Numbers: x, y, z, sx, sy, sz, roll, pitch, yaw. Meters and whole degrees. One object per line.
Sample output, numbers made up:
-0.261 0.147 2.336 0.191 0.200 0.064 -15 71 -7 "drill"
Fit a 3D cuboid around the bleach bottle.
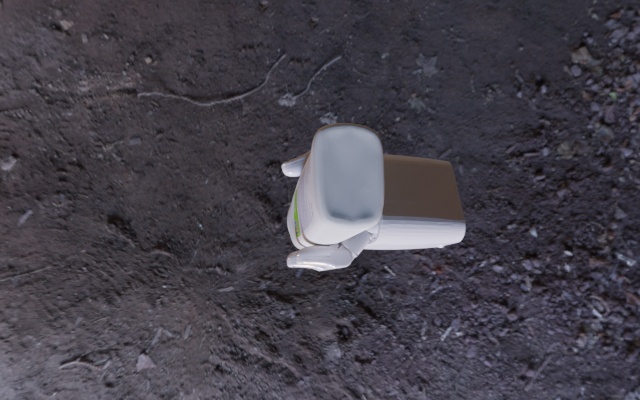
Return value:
0.000 0.002 0.545 0.068 0.102 0.251 2 -11 -12 "bleach bottle"
